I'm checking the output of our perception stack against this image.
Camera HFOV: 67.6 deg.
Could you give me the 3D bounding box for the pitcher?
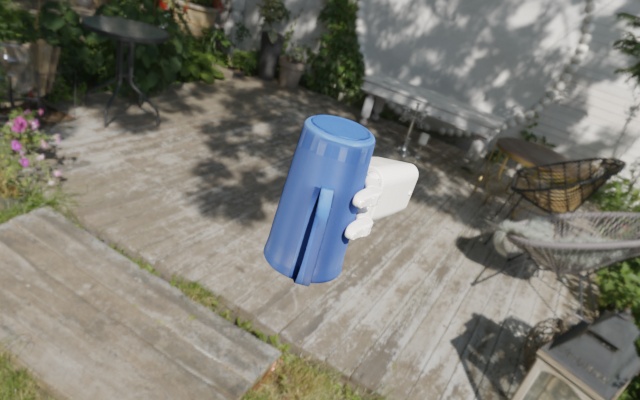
[{"bbox_3d":[0.000,0.002,0.733,0.145,0.243,0.149,-11,37,-43],"label":"pitcher"}]
